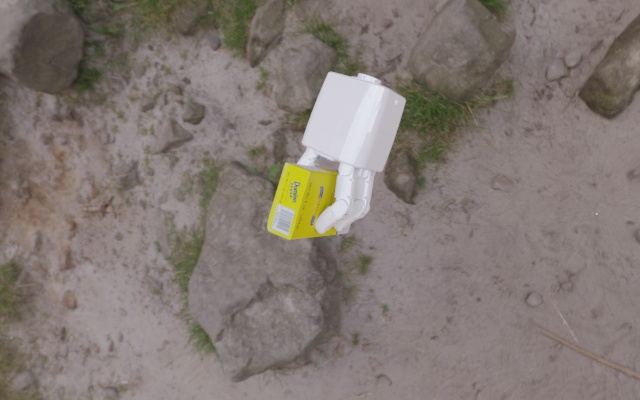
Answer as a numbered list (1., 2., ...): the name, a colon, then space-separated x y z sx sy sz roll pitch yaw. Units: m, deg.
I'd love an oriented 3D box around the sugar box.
1. sugar box: 0.001 0.002 0.670 0.048 0.093 0.176 23 10 29
